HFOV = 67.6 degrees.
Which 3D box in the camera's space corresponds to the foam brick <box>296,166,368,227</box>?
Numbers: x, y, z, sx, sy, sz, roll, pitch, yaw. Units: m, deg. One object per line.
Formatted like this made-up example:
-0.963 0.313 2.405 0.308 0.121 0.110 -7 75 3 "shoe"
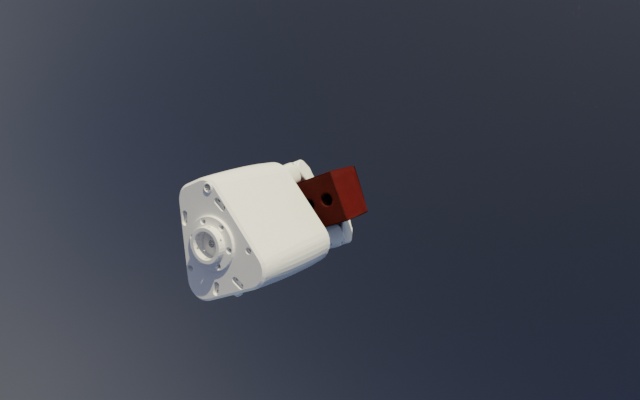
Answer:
0.000 0.001 0.501 0.078 0.053 0.051 -19 -1 31 "foam brick"
